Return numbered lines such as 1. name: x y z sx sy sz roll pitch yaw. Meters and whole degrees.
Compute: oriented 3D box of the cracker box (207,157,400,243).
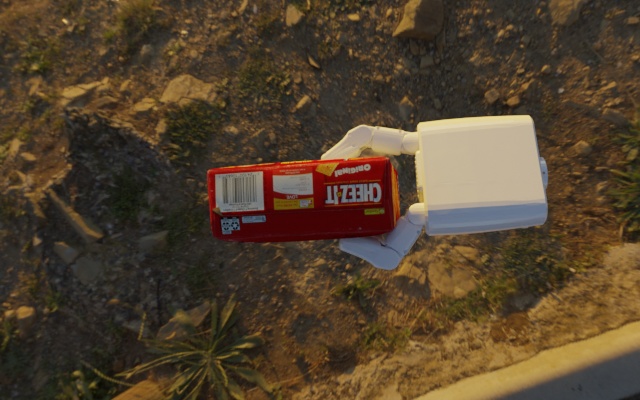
1. cracker box: 0.000 0.001 0.510 0.164 0.072 0.214 -4 -2 11
